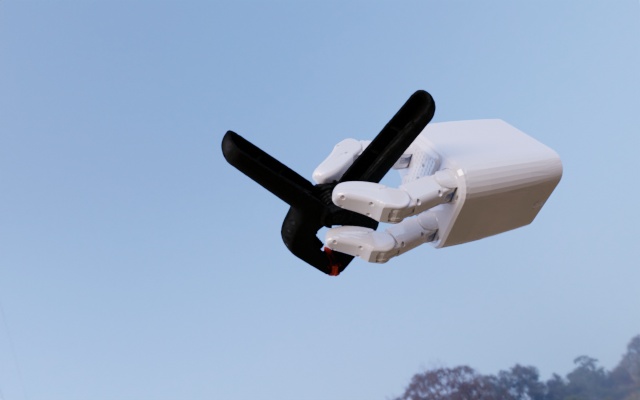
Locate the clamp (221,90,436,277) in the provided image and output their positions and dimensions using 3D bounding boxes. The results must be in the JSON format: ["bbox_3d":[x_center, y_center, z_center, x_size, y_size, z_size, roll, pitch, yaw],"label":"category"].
[{"bbox_3d":[0.000,0.001,0.417,0.164,0.036,0.210,-9,-40,-16],"label":"clamp"}]
